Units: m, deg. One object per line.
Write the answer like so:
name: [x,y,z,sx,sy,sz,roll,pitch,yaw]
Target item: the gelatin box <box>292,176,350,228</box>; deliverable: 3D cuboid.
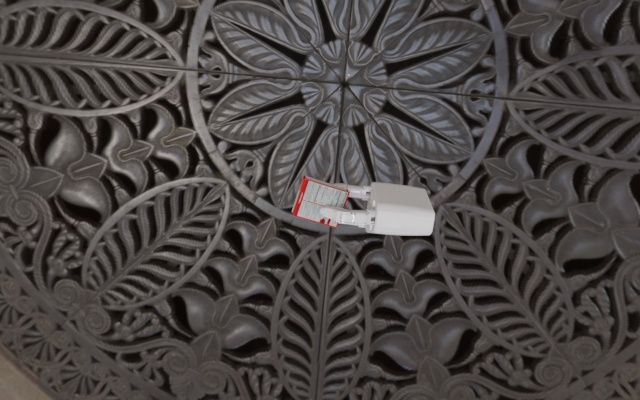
gelatin box: [0.000,0.003,0.872,0.089,0.073,0.030,16,13,-13]
